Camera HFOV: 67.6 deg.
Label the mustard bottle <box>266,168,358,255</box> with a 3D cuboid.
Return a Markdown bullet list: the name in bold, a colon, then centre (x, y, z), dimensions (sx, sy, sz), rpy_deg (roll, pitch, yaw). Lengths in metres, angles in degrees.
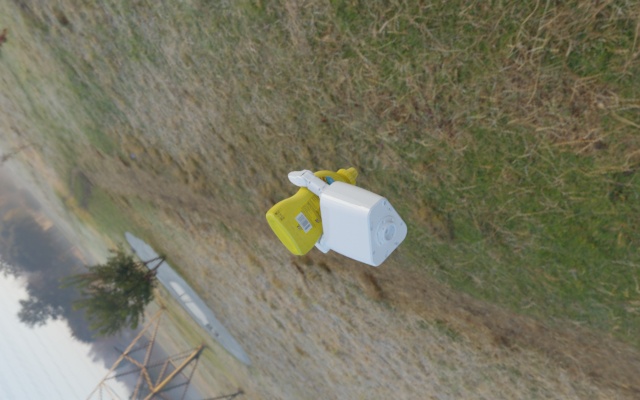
- **mustard bottle**: centre (0.000, 0.003, 0.852), dimensions (0.191, 0.096, 0.058), rpy_deg (-42, 15, -25)
